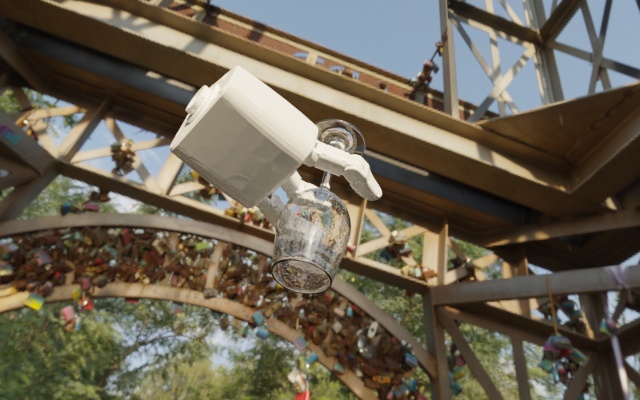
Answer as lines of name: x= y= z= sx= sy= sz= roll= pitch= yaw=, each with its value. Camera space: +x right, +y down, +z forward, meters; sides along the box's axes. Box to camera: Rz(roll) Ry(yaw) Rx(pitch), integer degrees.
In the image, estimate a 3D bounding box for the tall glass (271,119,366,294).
tall glass: x=0.000 y=0.001 z=0.529 sx=0.079 sy=0.201 sz=0.079 roll=8 pitch=-40 yaw=7
